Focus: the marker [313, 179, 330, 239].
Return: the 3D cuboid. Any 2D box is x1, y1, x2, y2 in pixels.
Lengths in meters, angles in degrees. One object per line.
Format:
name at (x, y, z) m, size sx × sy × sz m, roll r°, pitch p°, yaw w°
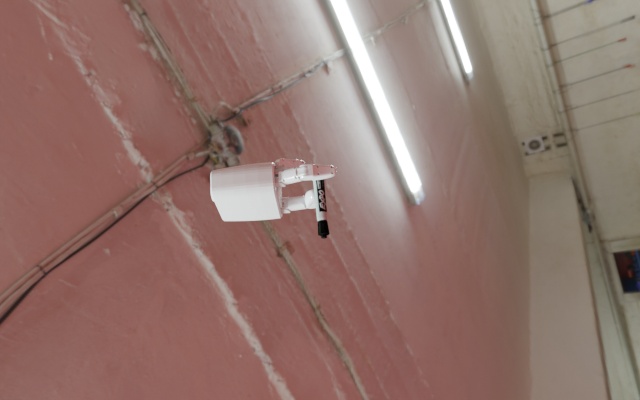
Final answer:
marker at (0.000, 0.003, 0.779) m, size 0.020 × 0.121 × 0.020 m, roll -5°, pitch -16°, yaw -1°
